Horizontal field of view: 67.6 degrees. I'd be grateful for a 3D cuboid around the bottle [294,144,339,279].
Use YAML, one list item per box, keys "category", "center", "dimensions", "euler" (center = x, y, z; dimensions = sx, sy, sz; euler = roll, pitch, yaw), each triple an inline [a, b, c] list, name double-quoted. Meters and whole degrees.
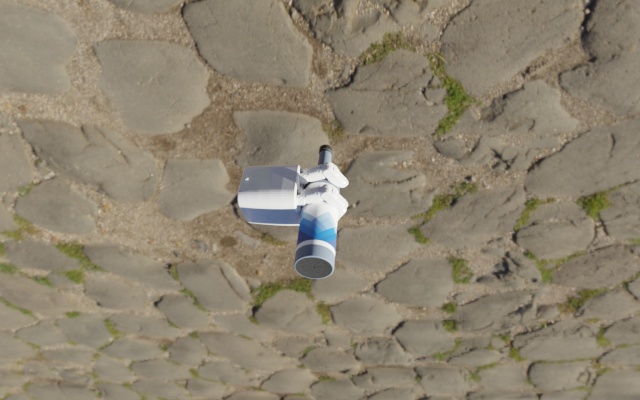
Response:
- category: "bottle"
  center: [0.000, 0.003, 0.884]
  dimensions: [0.069, 0.295, 0.069]
  euler: [3, -42, 3]
